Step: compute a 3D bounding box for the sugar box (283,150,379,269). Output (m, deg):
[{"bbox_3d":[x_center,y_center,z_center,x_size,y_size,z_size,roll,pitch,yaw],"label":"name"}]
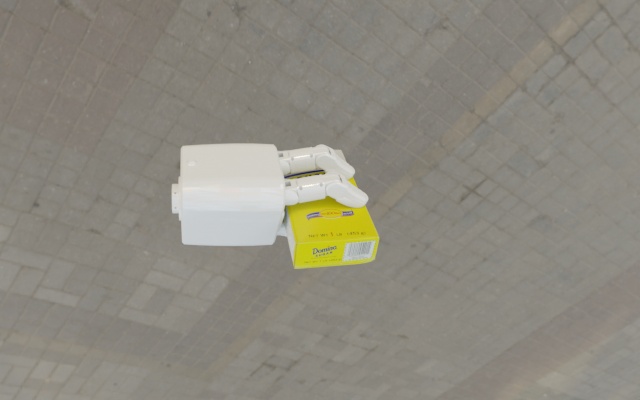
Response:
[{"bbox_3d":[0.000,0.002,0.573,0.093,0.048,0.176,-3,41,-14],"label":"sugar box"}]
